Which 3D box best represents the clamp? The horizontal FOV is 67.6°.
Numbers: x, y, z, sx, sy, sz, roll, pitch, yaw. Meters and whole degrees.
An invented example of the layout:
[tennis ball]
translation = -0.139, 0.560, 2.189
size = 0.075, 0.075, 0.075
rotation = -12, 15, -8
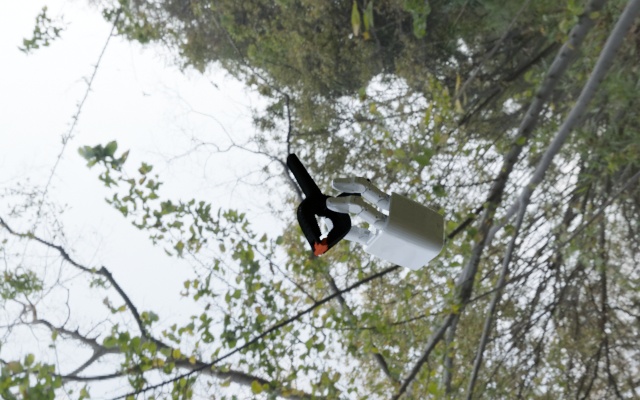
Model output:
[clamp]
translation = 0.000, 0.004, 0.816
size = 0.164, 0.036, 0.209
rotation = 22, 42, -4
